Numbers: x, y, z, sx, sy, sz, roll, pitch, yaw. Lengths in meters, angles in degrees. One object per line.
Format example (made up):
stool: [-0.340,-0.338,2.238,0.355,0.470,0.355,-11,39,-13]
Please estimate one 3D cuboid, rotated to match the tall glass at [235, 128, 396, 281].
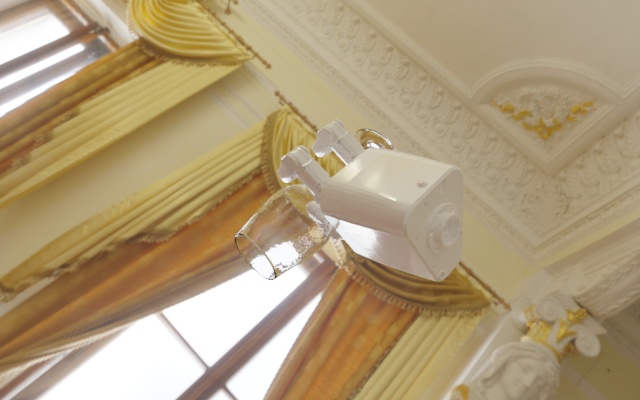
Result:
tall glass: [0.000,0.001,0.532,0.201,0.079,0.079,-40,21,-27]
